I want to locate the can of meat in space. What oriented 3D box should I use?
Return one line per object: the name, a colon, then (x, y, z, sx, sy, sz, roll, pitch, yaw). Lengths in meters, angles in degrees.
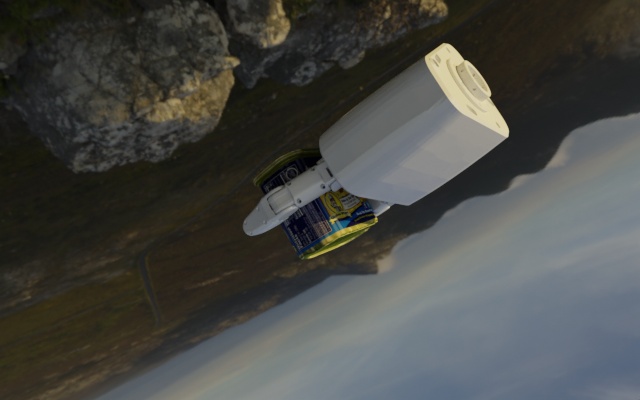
can of meat: (0.000, 0.002, 0.442, 0.057, 0.084, 0.102, -36, -12, 30)
